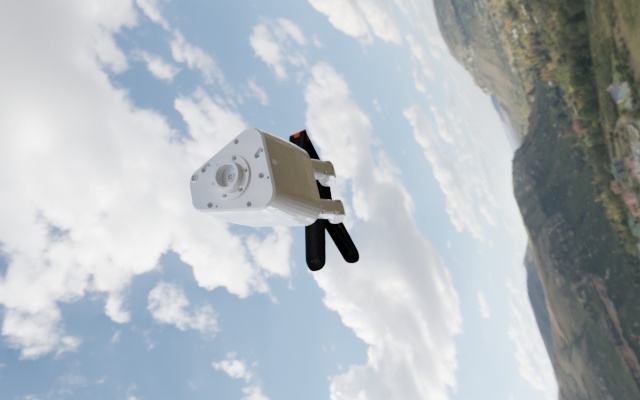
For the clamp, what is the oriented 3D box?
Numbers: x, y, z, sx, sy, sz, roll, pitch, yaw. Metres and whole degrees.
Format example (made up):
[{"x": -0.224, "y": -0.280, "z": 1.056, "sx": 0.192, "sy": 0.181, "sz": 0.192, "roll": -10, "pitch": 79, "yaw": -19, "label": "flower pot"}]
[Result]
[{"x": -0.001, "y": 0.002, "z": 0.685, "sx": 0.036, "sy": 0.210, "sz": 0.164, "roll": -20, "pitch": -17, "yaw": 18, "label": "clamp"}]
